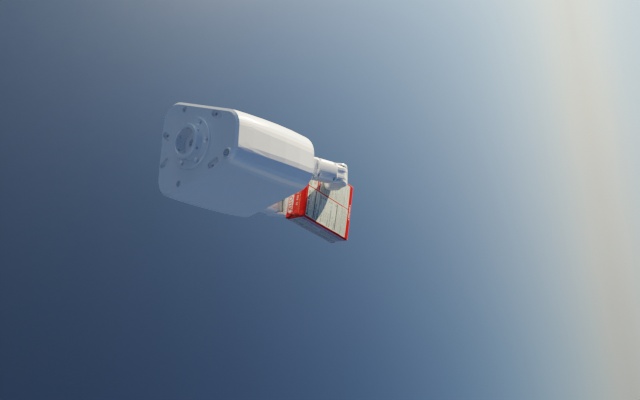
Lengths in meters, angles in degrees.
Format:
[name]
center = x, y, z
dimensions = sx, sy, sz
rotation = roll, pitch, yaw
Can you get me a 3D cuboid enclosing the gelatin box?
[gelatin box]
center = 0.001, 0.002, 0.573
dimensions = 0.030, 0.073, 0.089
rotation = -12, -30, 38
